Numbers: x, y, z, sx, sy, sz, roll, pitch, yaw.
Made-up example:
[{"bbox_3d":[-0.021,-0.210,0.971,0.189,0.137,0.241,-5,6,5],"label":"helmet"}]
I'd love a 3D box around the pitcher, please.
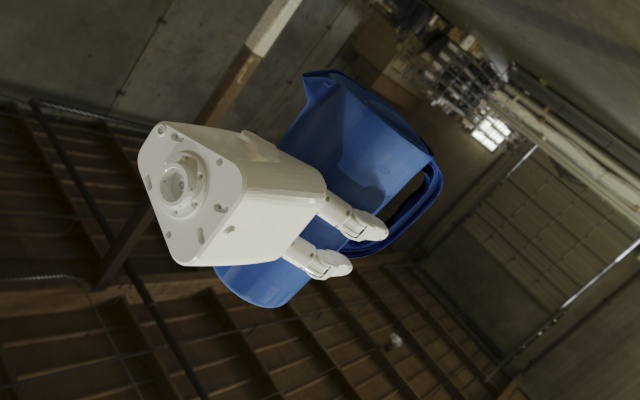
[{"bbox_3d":[0.000,0.002,0.503,0.149,0.243,0.145,48,20,22],"label":"pitcher"}]
